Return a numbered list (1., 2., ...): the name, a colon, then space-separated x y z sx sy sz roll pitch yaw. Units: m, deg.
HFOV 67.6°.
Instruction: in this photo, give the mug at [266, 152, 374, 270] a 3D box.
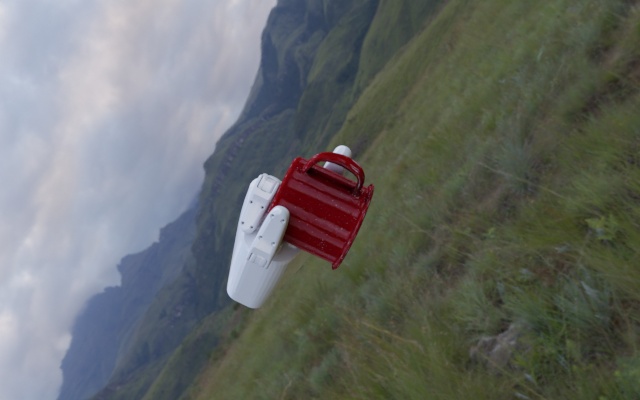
1. mug: 0.000 0.001 0.460 0.081 0.117 0.093 25 44 -2
